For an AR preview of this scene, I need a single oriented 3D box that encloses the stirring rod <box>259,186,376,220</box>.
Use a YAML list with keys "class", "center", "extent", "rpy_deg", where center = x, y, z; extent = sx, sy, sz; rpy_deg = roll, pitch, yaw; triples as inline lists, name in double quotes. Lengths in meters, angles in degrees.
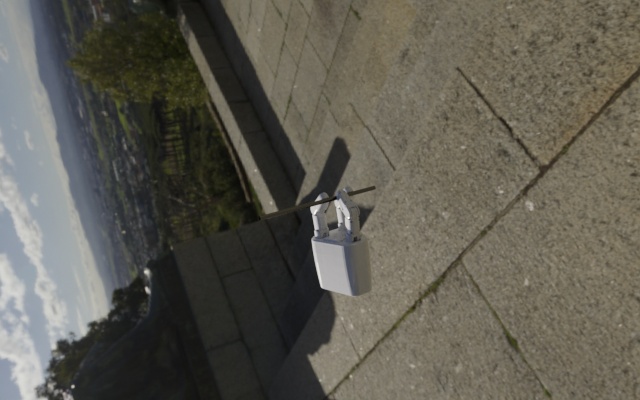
- class: "stirring rod"
  center: [0.000, 0.003, 0.871]
  extent: [0.239, 0.011, 0.011]
  rpy_deg: [-15, 7, -26]
